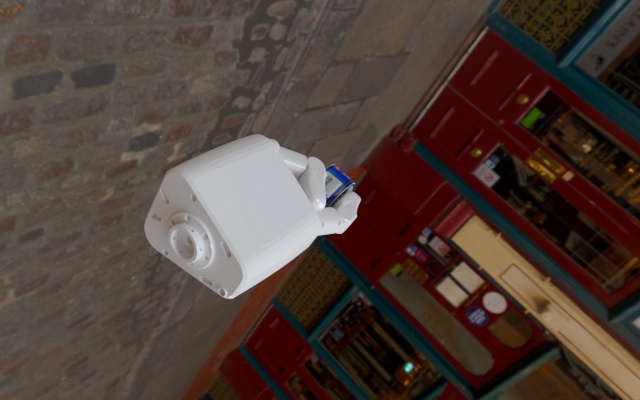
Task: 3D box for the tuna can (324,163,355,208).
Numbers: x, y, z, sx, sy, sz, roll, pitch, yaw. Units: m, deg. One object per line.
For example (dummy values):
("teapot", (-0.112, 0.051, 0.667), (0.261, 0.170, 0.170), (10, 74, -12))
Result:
("tuna can", (0.001, 0.002, 0.536), (0.033, 0.086, 0.086), (40, 8, 9))
